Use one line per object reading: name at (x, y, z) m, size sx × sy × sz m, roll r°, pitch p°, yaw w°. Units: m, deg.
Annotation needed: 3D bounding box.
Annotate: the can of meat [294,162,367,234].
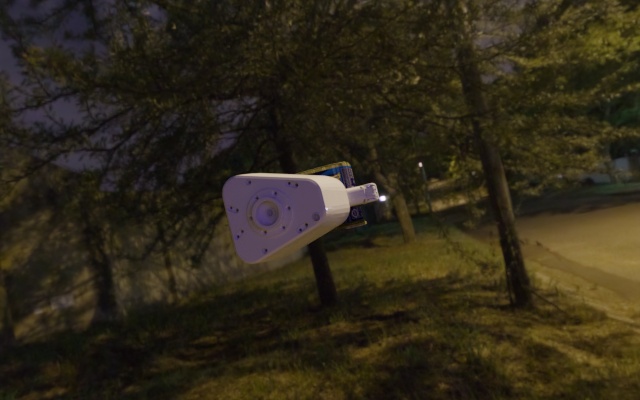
can of meat at (0.000, 0.002, 0.625) m, size 0.102 × 0.084 × 0.057 m, roll -14°, pitch -2°, yaw 17°
